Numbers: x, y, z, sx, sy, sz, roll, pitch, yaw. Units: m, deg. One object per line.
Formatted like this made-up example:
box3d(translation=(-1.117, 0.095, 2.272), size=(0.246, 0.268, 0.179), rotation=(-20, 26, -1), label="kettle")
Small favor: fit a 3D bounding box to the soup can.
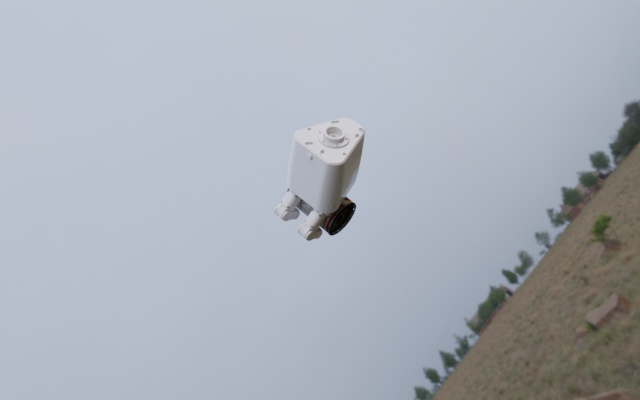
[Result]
box3d(translation=(0.000, 0.003, 0.808), size=(0.102, 0.068, 0.068), rotation=(38, 17, 23), label="soup can")
